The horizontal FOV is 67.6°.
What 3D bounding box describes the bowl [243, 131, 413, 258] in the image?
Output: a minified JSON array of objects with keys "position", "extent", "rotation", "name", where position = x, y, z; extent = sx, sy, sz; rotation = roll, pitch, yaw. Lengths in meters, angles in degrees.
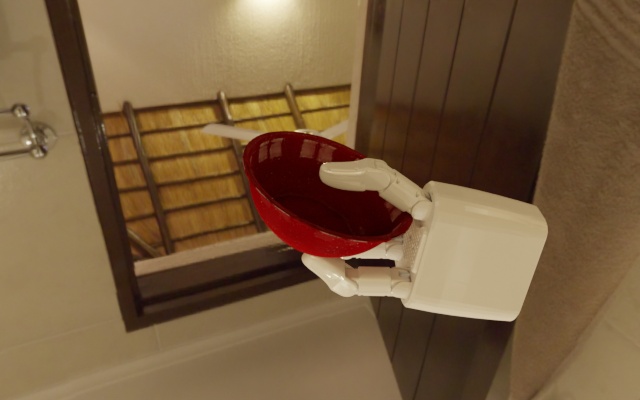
[{"position":[-0.001,0.001,0.438],"extent":[0.162,0.055,0.162],"rotation":[18,32,-12],"name":"bowl"}]
